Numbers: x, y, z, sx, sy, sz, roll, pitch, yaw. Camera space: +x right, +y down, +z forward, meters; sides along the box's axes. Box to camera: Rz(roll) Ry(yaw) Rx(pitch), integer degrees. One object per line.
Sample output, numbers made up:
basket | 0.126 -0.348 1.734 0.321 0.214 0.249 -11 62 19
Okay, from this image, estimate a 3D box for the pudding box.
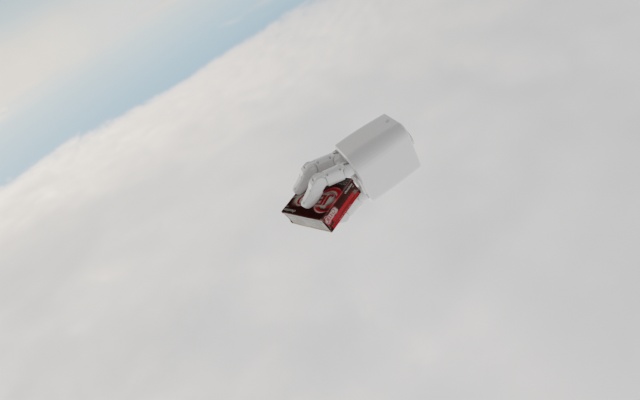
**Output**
pudding box | 0.000 0.003 0.801 0.113 0.090 0.039 7 -38 52
